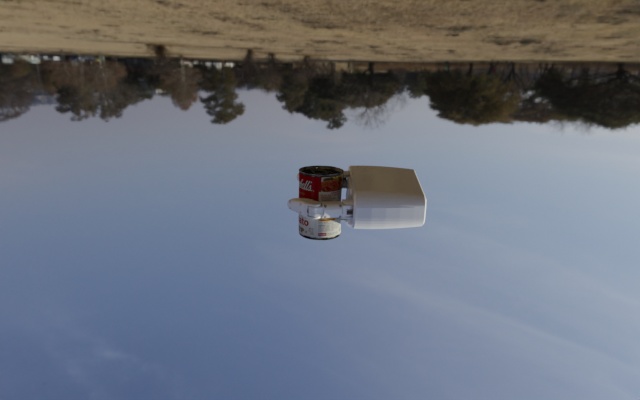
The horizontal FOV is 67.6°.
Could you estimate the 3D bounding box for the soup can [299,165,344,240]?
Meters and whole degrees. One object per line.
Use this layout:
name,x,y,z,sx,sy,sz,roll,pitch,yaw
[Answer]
soup can,0.000,0.003,0.734,0.068,0.102,0.068,1,16,0
